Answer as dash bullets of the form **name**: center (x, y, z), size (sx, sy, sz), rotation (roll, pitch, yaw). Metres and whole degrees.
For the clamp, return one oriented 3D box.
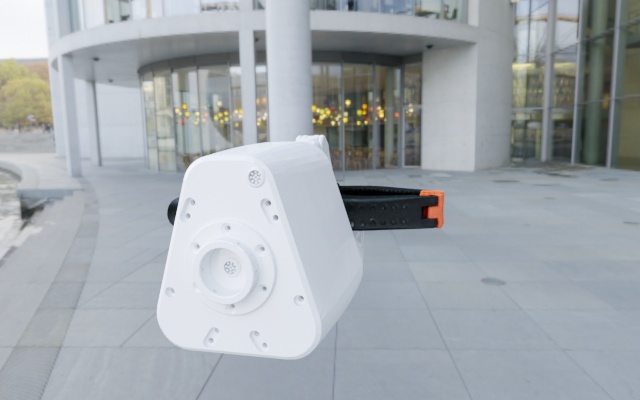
- **clamp**: center (0.001, 0.001, 0.419), size (0.210, 0.036, 0.164), rotation (1, 10, 14)
